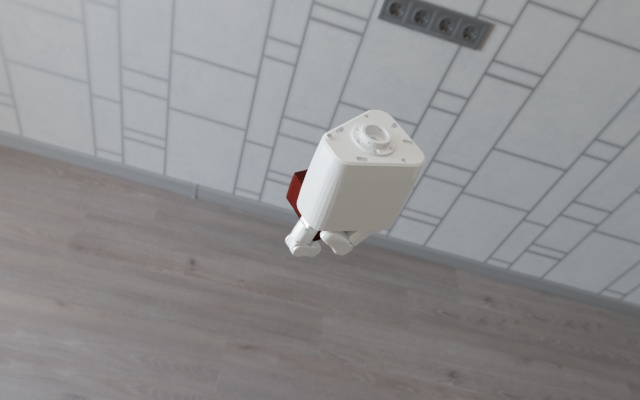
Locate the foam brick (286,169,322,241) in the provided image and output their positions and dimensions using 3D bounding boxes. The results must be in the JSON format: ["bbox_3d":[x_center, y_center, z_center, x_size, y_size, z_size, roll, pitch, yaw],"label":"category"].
[{"bbox_3d":[0.000,0.002,0.603,0.053,0.078,0.051,-16,-34,-29],"label":"foam brick"}]
